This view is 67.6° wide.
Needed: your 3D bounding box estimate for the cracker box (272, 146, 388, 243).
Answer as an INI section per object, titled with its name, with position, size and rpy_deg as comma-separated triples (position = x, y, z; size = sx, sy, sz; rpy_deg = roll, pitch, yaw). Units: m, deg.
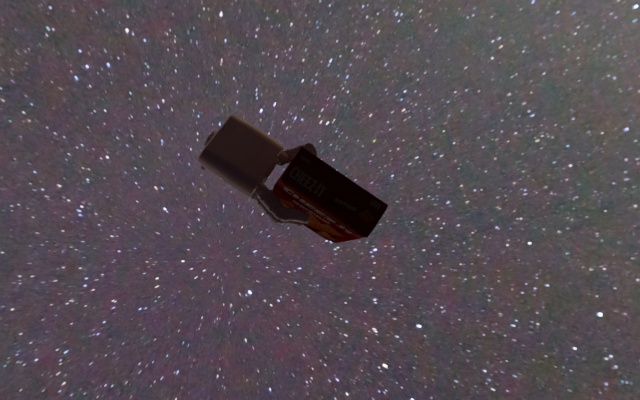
[cracker box]
position = 0.000, 0.003, 0.822
size = 0.164, 0.072, 0.214
rpy_deg = 33, -12, -6
